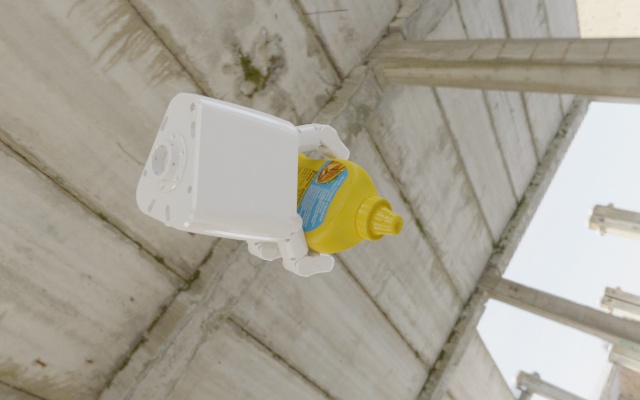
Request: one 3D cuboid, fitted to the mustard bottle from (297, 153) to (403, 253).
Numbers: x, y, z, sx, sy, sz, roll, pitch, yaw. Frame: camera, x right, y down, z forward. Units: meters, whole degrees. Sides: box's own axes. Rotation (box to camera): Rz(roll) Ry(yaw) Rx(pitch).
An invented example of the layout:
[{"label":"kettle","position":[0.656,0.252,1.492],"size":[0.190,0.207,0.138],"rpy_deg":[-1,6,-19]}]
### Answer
[{"label":"mustard bottle","position":[0.000,0.002,0.487],"size":[0.191,0.096,0.058],"rpy_deg":[16,-19,42]}]
